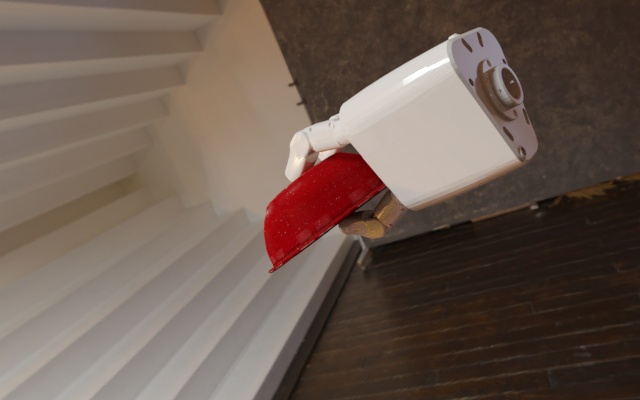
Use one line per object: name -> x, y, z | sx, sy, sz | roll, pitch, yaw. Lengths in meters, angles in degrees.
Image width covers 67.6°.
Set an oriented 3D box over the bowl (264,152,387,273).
bowl -> -0.001, 0.002, 0.467 | 0.162, 0.055, 0.162 | -37, -3, -2
